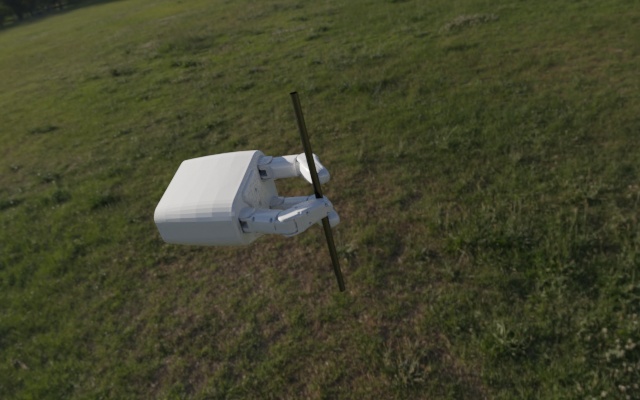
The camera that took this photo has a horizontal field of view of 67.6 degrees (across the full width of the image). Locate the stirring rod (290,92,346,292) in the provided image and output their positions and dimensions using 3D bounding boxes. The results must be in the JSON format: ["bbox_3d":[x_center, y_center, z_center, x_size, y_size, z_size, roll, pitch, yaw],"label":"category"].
[{"bbox_3d":[0.000,0.002,0.509,0.011,0.240,0.011,-11,28,6],"label":"stirring rod"}]
